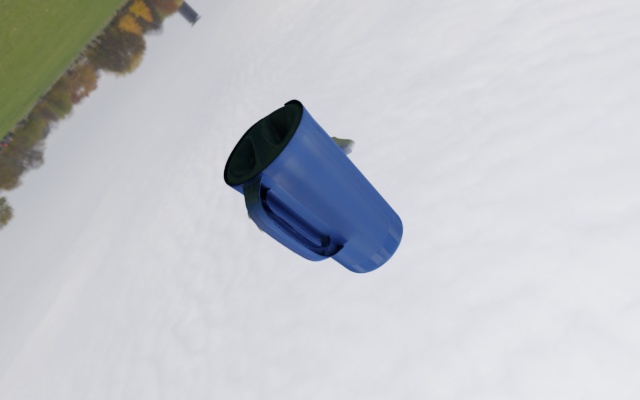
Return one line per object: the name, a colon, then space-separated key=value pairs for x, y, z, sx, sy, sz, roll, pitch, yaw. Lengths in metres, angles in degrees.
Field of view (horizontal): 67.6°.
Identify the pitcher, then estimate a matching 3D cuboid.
pitcher: x=0.000 y=0.002 z=0.625 sx=0.243 sy=0.149 sz=0.145 roll=42 pitch=-7 yaw=-30
